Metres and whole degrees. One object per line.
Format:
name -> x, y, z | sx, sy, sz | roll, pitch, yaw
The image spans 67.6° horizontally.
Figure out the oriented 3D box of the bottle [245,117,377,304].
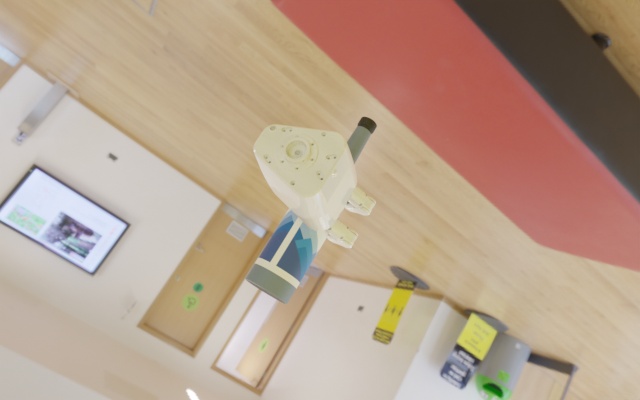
bottle -> 0.000, 0.002, 0.683 | 0.069, 0.295, 0.069 | 29, -16, 9
